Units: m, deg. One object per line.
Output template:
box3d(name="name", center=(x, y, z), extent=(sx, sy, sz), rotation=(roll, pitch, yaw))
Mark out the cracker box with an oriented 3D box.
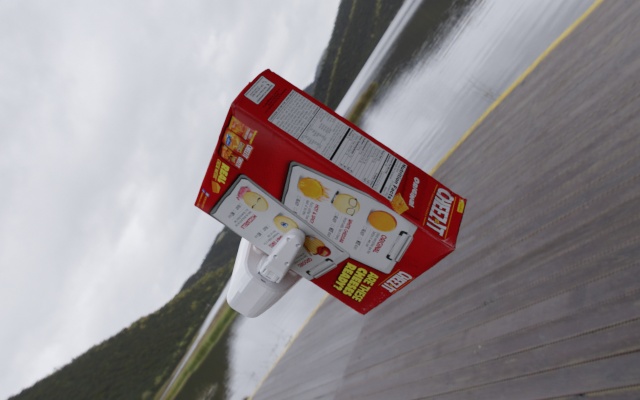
box3d(name="cracker box", center=(0.000, 0.002, 0.454), extent=(0.214, 0.072, 0.164), rotation=(33, -39, -4))
